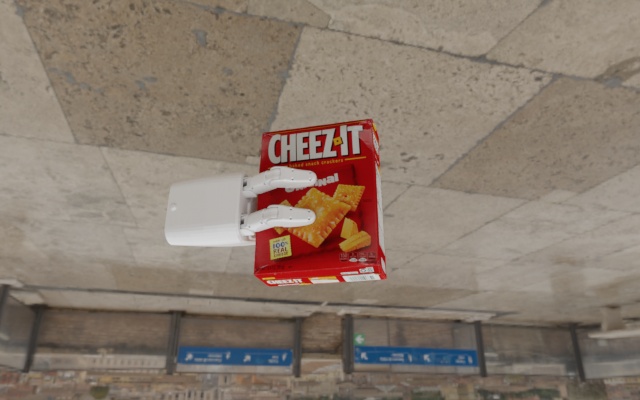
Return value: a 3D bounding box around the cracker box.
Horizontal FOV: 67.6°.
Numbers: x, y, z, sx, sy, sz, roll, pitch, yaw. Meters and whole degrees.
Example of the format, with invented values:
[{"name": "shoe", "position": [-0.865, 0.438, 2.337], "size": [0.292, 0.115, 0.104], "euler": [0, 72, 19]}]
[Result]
[{"name": "cracker box", "position": [0.000, 0.002, 0.650], "size": [0.164, 0.213, 0.072], "euler": [-5, -24, 12]}]
